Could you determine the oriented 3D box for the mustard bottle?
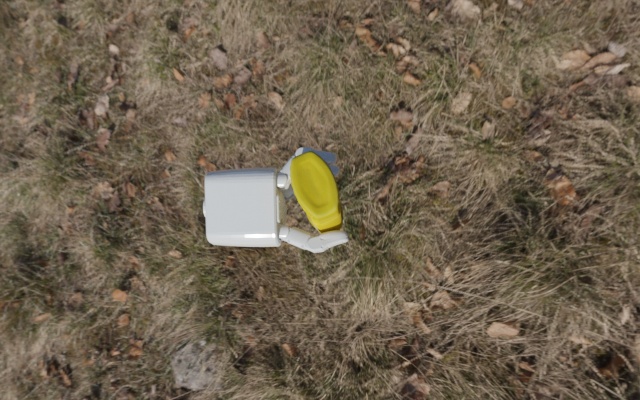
[{"bbox_3d":[0.000,0.002,0.713,0.058,0.096,0.192,-24,-16,-1],"label":"mustard bottle"}]
